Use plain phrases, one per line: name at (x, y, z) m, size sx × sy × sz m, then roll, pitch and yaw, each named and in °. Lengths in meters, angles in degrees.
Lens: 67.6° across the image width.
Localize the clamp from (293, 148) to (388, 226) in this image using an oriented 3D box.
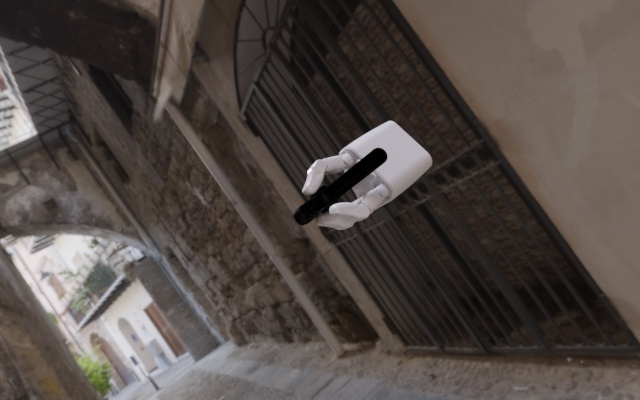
clamp at (0.000, 0.002, 0.729) m, size 0.164 × 0.036 × 0.210 m, roll -37°, pitch -1°, yaw -28°
